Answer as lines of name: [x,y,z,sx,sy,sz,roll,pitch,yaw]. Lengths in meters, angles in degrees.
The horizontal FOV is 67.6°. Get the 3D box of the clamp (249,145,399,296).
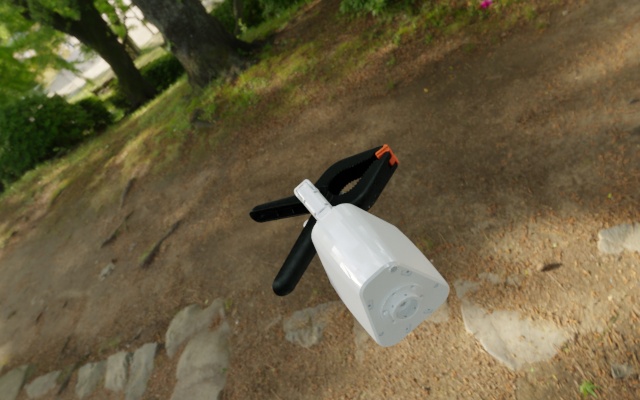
clamp: [0.000,0.001,0.592,0.036,0.210,0.164,48,1,-38]
